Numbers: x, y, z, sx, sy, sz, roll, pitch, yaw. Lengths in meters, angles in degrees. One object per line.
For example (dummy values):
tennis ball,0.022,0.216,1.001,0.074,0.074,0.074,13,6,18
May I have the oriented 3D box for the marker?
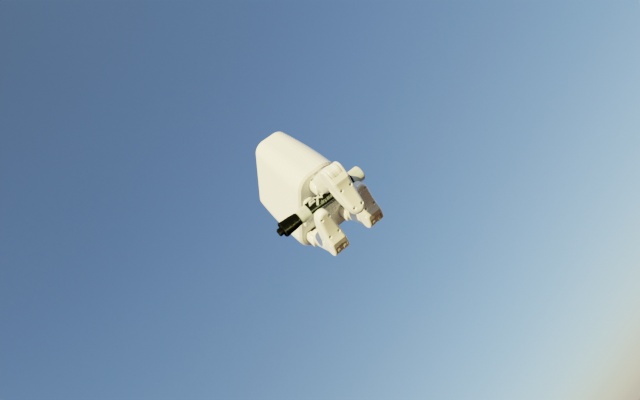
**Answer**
marker,0.000,0.002,0.542,0.121,0.020,0.020,-37,12,-17
